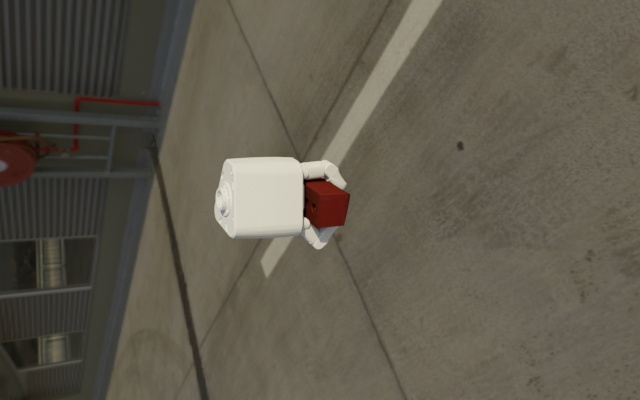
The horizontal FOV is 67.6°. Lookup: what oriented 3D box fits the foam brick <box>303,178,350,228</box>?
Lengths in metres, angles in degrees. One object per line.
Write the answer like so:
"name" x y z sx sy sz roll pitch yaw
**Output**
"foam brick" 0.000 0.002 0.727 0.051 0.053 0.078 -3 22 -31
